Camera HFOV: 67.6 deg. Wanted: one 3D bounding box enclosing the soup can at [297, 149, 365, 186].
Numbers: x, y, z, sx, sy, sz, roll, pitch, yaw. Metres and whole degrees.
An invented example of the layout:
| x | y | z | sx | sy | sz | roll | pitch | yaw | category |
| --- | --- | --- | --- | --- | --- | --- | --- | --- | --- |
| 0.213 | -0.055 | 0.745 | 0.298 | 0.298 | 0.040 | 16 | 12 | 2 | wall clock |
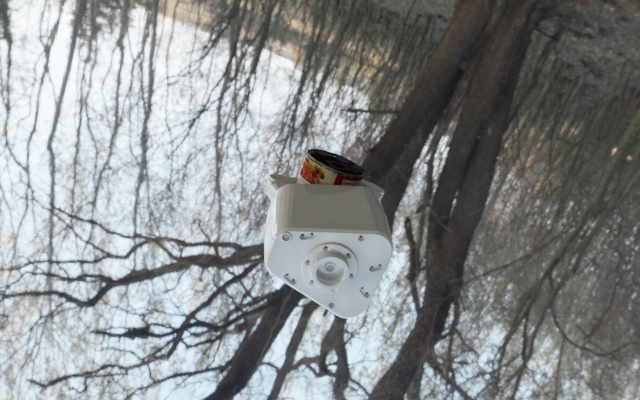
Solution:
| x | y | z | sx | sy | sz | roll | pitch | yaw | category |
| --- | --- | --- | --- | --- | --- | --- | --- | --- | --- |
| 0.000 | 0.002 | 0.541 | 0.068 | 0.102 | 0.068 | 19 | 19 | -7 | soup can |
